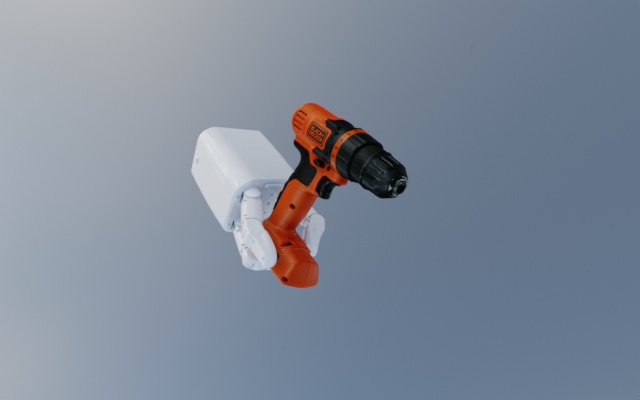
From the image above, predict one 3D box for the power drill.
[{"bbox_3d":[0.000,0.002,0.533,0.057,0.188,0.184,13,21,-40],"label":"power drill"}]
